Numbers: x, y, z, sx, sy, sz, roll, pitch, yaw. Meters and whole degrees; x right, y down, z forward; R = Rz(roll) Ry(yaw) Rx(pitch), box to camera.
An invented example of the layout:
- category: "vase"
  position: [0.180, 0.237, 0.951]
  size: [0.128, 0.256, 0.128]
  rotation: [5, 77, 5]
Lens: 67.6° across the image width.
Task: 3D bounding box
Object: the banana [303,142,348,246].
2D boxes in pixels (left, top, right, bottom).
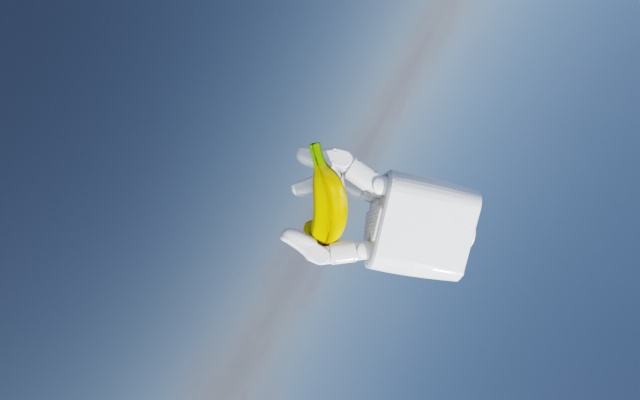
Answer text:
- category: "banana"
  position: [0.004, 0.016, 0.539]
  size: [0.037, 0.069, 0.198]
  rotation: [-7, -28, -10]
